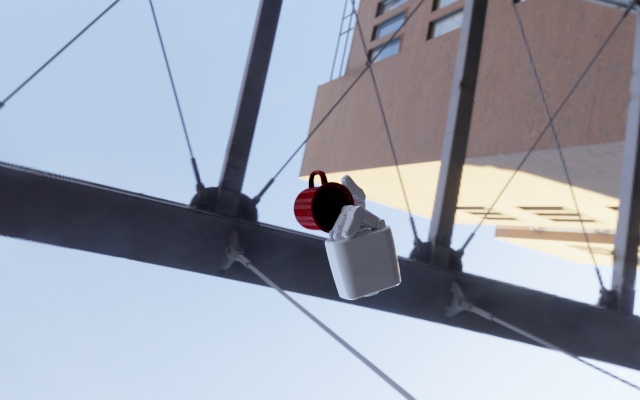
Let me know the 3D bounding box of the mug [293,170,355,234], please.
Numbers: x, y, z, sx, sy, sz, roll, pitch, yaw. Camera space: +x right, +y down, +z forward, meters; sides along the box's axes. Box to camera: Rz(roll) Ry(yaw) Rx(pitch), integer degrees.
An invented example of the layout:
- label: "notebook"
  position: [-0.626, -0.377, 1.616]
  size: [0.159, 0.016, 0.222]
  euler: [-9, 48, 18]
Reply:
- label: "mug"
  position: [0.000, 0.001, 0.875]
  size: [0.093, 0.117, 0.081]
  euler: [-15, 6, -31]
